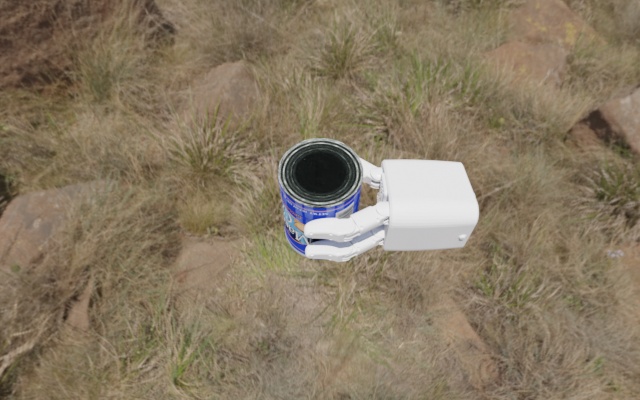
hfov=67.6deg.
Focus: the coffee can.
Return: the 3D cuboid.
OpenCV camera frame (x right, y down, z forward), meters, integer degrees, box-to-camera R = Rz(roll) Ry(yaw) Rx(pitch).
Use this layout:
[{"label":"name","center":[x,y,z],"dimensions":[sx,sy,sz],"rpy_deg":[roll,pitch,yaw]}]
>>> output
[{"label":"coffee can","center":[0.000,0.002,0.627],"dimensions":[0.103,0.102,0.140],"rpy_deg":[0,-32,0]}]
